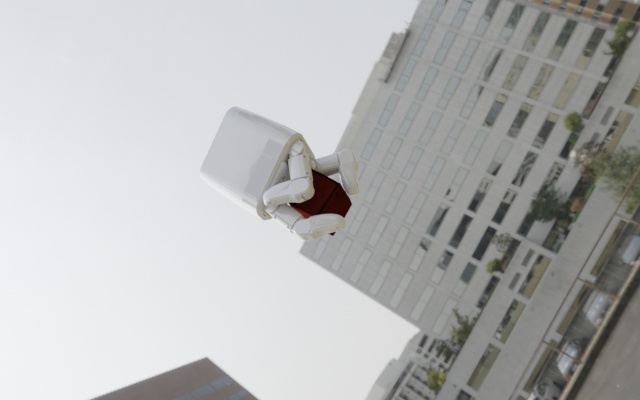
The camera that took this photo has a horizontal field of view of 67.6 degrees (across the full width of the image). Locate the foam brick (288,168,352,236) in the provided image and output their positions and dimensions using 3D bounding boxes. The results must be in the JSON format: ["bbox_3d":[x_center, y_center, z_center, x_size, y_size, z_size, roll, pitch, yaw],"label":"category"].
[{"bbox_3d":[0.000,0.002,0.612,0.051,0.053,0.078,28,-12,24],"label":"foam brick"}]
